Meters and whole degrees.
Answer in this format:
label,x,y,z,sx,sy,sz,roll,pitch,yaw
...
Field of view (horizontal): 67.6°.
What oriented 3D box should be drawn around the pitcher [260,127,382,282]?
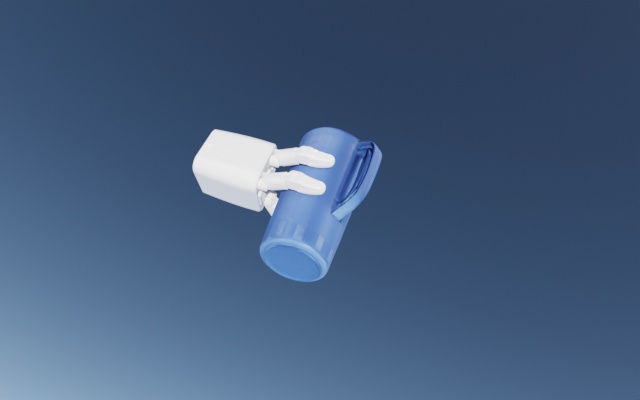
label,x,y,z,sx,sy,sz,roll,pitch,yaw
pitcher,0.000,0.002,0.770,0.145,0.242,0.149,17,-38,5
